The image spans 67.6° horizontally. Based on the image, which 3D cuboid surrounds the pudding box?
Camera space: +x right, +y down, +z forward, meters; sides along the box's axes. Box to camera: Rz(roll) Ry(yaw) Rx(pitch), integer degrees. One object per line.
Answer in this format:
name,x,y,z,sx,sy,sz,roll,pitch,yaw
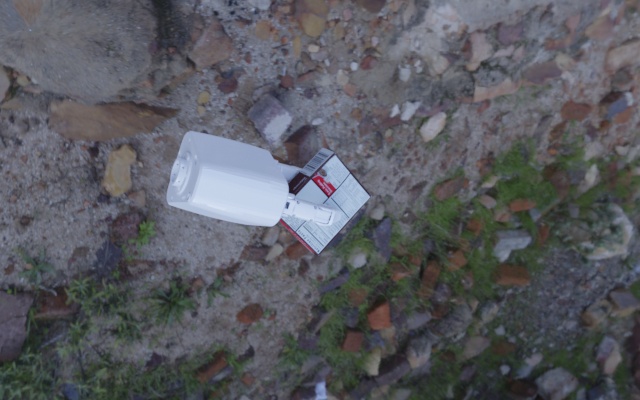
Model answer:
pudding box,0.000,0.002,0.627,0.090,0.113,0.039,48,-8,-30
